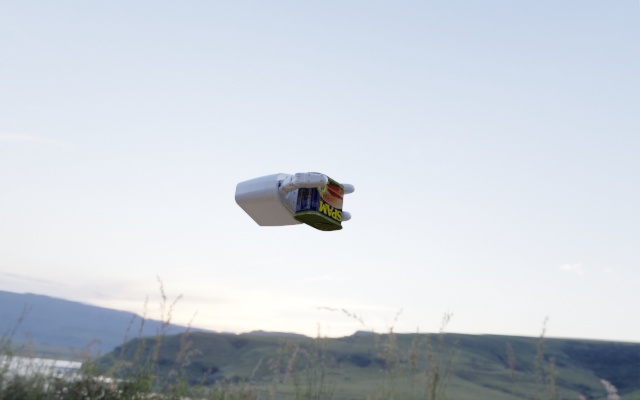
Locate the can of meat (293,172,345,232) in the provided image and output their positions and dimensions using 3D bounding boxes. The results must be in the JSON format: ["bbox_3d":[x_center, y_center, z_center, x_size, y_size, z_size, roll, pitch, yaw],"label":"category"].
[{"bbox_3d":[0.000,0.003,0.881,0.057,0.084,0.102,-10,-25,36],"label":"can of meat"}]
